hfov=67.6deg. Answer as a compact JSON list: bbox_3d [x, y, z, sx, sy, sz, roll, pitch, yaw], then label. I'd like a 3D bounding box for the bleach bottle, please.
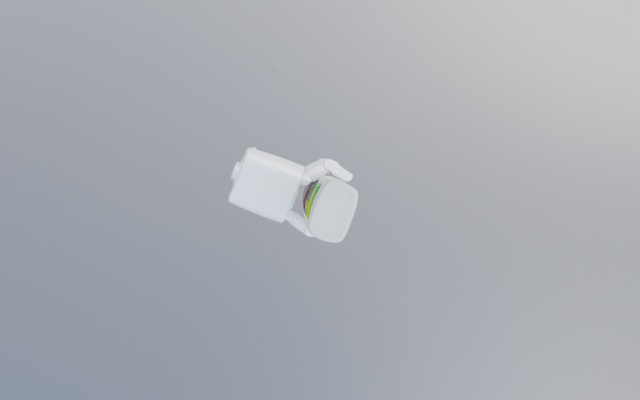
[{"bbox_3d":[0.000,0.003,0.881,0.068,0.102,0.251,21,2,-12],"label":"bleach bottle"}]
